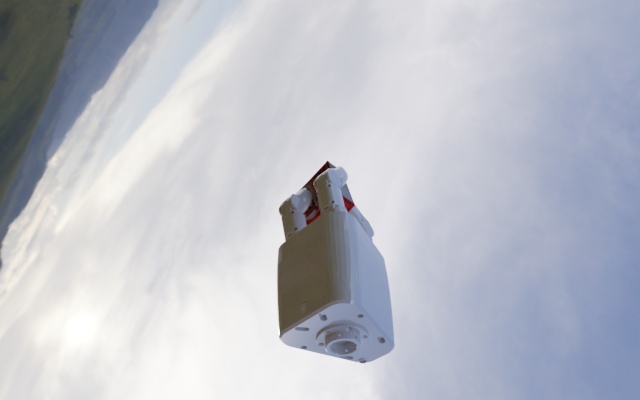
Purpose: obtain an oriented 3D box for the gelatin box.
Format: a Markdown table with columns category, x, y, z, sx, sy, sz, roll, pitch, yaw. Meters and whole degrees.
| category | x | y | z | sx | sy | sz | roll | pitch | yaw |
| --- | --- | --- | --- | --- | --- | --- | --- | --- | --- |
| gelatin box | 0.000 | 0.002 | 0.584 | 0.030 | 0.073 | 0.089 | 35 | 20 | -26 |
